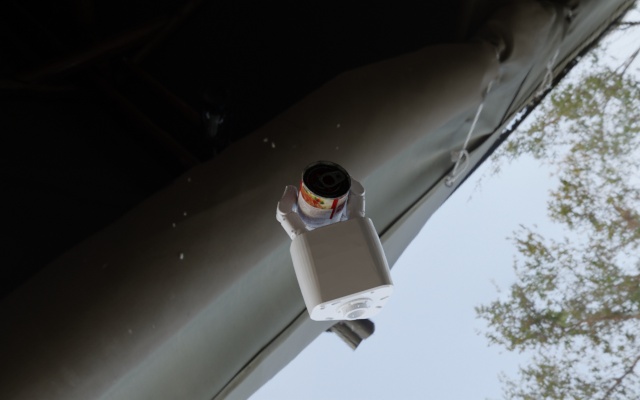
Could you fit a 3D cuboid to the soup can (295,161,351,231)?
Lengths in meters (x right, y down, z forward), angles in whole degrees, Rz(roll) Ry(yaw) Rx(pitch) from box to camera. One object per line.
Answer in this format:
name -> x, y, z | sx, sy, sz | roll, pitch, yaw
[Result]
soup can -> 0.000, 0.002, 0.682 | 0.068, 0.068, 0.102 | 0, -38, -13
